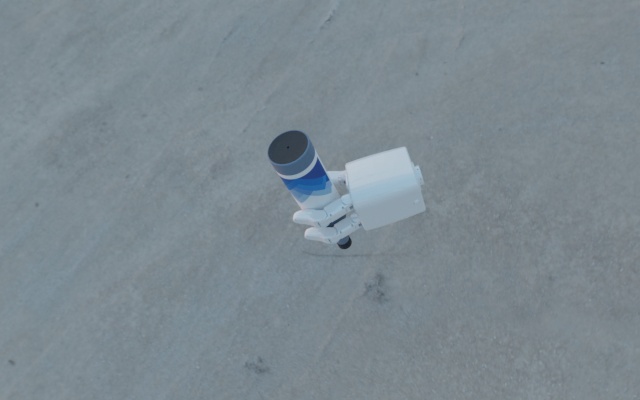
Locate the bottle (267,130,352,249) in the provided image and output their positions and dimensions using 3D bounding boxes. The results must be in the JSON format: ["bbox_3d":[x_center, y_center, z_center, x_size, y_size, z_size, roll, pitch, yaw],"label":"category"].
[{"bbox_3d":[0.000,0.002,0.800,0.069,0.069,0.296,0,-33,22],"label":"bottle"}]
